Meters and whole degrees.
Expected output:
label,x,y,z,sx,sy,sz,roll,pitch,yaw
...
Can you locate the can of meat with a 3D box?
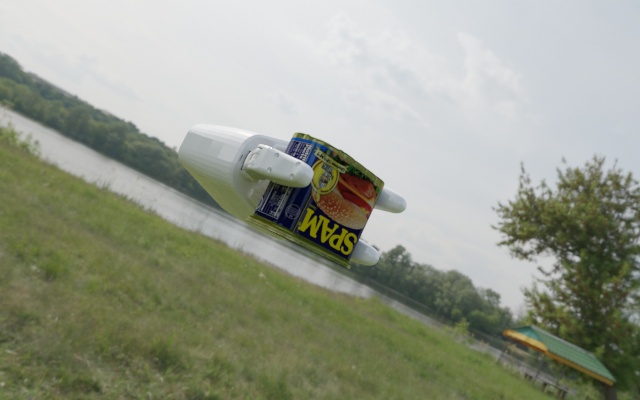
label,x,y,z,sx,sy,sz,roll,pitch,yaw
can of meat,0.000,0.001,0.411,0.057,0.084,0.102,19,-10,47
